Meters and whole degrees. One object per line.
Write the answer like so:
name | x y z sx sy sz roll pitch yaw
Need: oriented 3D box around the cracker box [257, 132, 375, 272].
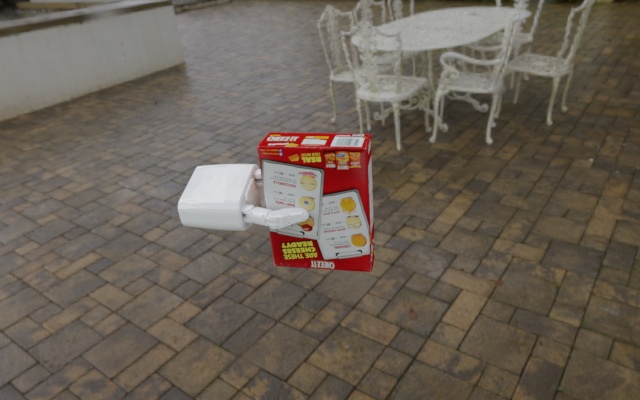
cracker box | 0.000 0.002 0.748 0.164 0.214 0.072 2 29 13
